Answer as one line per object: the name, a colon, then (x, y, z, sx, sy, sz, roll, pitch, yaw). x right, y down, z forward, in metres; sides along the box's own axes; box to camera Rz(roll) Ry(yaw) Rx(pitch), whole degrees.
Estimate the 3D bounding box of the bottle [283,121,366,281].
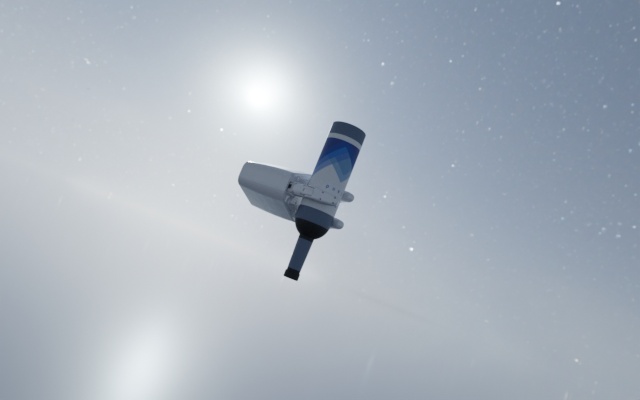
bottle: (0.000, 0.003, 0.867, 0.069, 0.295, 0.069, 21, -9, 3)
